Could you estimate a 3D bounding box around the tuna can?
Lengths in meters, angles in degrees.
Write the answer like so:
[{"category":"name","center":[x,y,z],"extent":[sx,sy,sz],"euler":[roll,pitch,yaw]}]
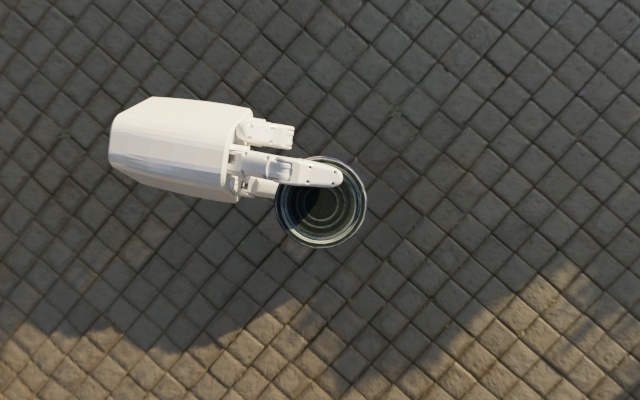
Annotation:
[{"category":"tuna can","center":[0.000,0.002,0.445],"extent":[0.086,0.086,0.034],"euler":[0,5,-2]}]
